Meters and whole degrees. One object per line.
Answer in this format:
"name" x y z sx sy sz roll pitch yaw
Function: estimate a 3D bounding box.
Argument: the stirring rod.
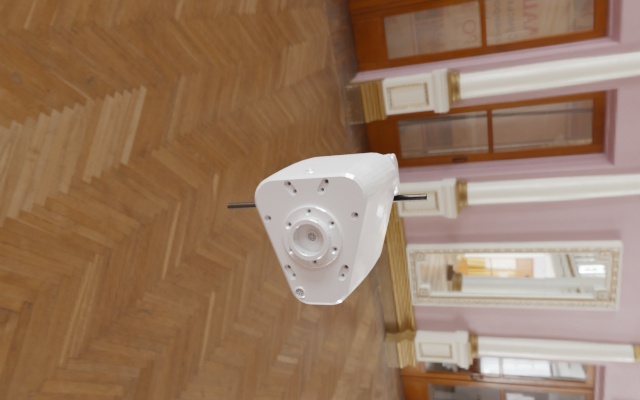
"stirring rod" 0.000 0.002 0.550 0.239 0.011 0.011 -3 -1 20
